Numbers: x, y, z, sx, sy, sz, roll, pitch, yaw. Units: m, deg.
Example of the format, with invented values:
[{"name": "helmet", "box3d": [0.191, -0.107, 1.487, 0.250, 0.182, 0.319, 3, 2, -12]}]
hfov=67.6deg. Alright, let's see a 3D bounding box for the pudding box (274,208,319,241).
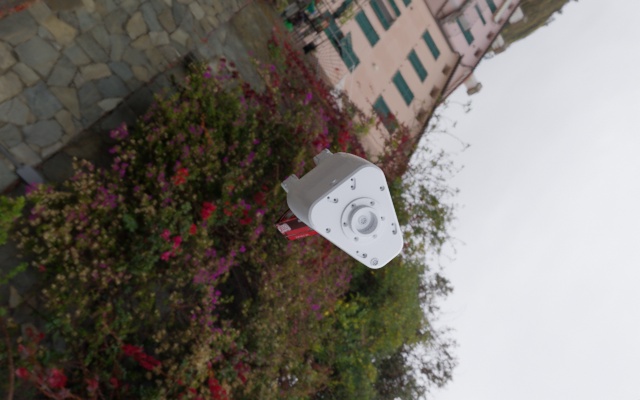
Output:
[{"name": "pudding box", "box3d": [0.000, 0.002, 0.653, 0.113, 0.039, 0.090, -46, 16, -32]}]
